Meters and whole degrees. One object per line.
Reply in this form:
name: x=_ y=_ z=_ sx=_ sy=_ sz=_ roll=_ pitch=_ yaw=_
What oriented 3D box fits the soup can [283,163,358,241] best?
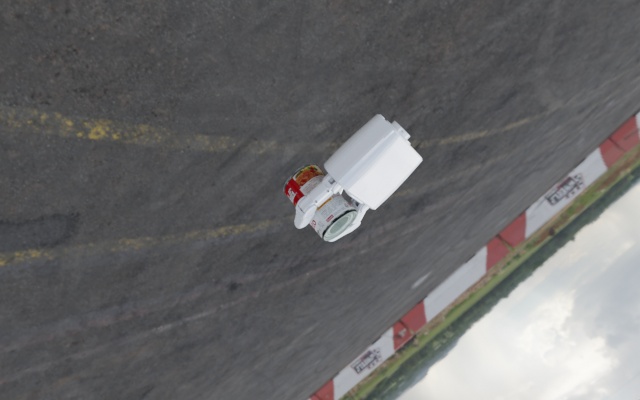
soup can: x=0.000 y=0.003 z=0.726 sx=0.068 sy=0.102 sz=0.068 roll=-34 pitch=-22 yaw=-16
